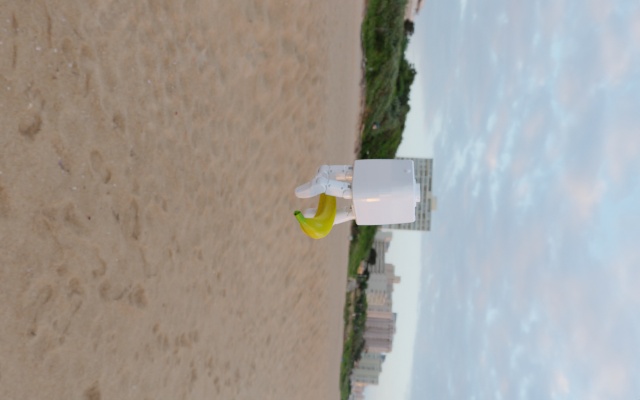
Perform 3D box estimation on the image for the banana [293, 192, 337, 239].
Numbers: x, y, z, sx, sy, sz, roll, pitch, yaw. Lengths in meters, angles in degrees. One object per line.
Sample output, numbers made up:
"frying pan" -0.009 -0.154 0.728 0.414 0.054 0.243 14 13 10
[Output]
"banana" 0.003 0.022 0.840 0.037 0.070 0.197 -6 15 16
